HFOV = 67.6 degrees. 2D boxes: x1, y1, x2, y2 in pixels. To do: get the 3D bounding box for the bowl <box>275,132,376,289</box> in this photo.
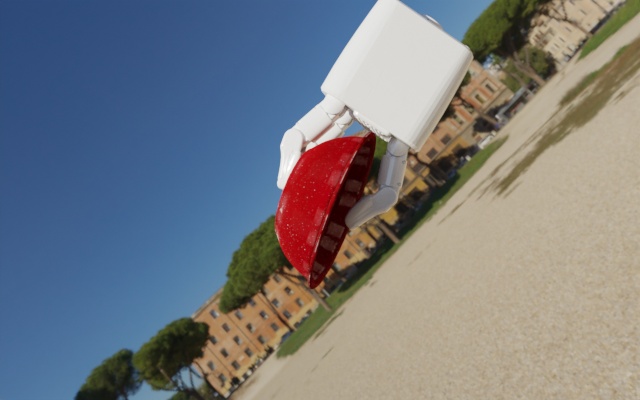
[{"bbox_3d":[-0.001,0.003,0.466,0.055,0.162,0.162,21,4,11],"label":"bowl"}]
